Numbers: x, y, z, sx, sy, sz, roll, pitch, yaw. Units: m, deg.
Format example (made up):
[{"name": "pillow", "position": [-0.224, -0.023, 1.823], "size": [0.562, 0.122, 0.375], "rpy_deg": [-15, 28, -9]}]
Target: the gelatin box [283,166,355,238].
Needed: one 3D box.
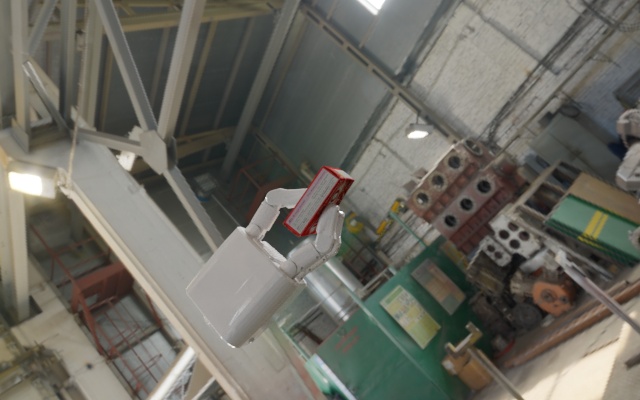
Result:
[{"name": "gelatin box", "position": [0.000, 0.001, 0.593], "size": [0.030, 0.089, 0.073], "rpy_deg": [37, 11, 14]}]
